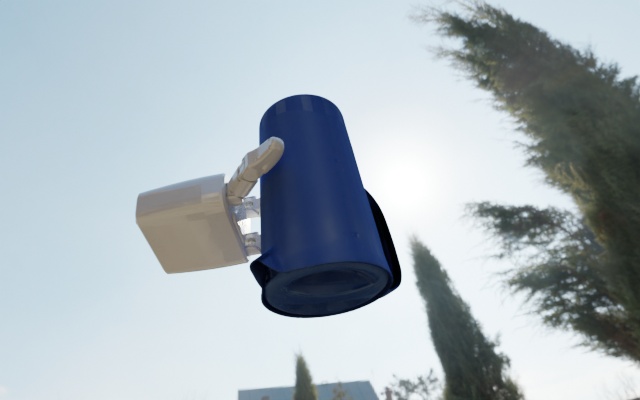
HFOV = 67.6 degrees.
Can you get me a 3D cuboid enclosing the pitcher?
[{"bbox_3d":[0.000,0.002,0.545,0.145,0.242,0.149,-13,-34,6],"label":"pitcher"}]
